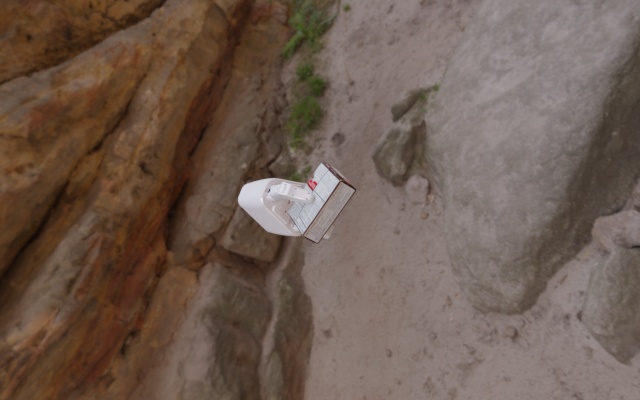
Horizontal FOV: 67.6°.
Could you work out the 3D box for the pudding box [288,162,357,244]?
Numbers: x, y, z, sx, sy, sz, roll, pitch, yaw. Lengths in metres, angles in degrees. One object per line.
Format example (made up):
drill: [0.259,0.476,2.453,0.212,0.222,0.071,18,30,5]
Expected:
pudding box: [0.000,0.002,0.787,0.039,0.113,0.090,27,12,-30]
